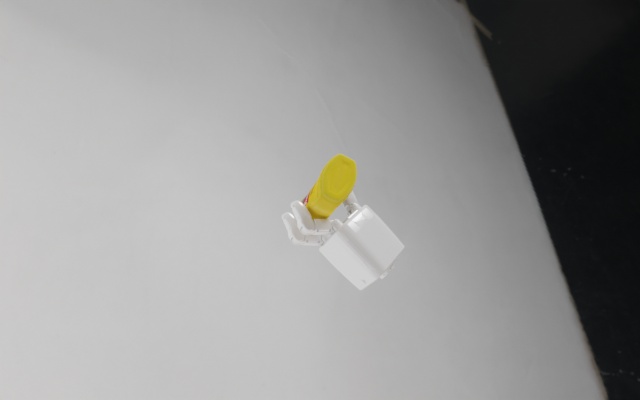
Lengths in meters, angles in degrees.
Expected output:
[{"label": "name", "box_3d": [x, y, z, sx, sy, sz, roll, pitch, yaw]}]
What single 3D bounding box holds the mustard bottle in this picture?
[{"label": "mustard bottle", "box_3d": [0.000, 0.002, 0.846, 0.058, 0.096, 0.192, 26, -32, -7]}]
